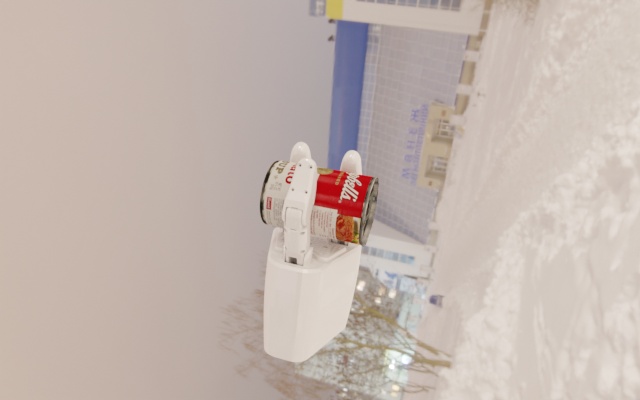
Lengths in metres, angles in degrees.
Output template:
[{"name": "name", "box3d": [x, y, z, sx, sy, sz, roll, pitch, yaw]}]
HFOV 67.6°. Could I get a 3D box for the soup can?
[{"name": "soup can", "box3d": [0.000, 0.001, 0.468, 0.102, 0.068, 0.068, 11, 3, 13]}]
